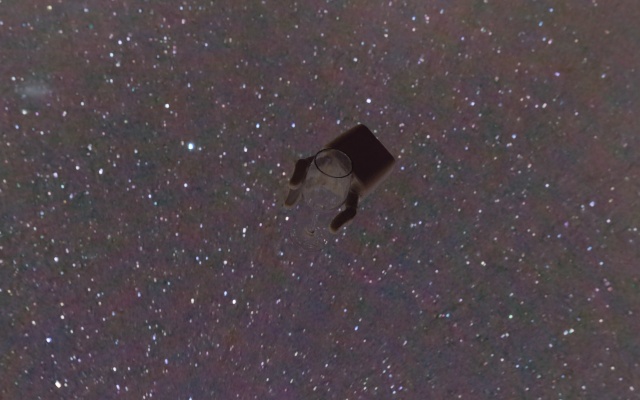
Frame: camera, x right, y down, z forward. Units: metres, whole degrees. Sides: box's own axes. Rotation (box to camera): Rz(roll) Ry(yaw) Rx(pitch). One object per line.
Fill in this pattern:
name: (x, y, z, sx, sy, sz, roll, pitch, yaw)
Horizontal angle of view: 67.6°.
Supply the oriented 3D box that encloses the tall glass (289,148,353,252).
tall glass: (0.000, 0.003, 0.805, 0.079, 0.079, 0.201, 0, -37, -15)
